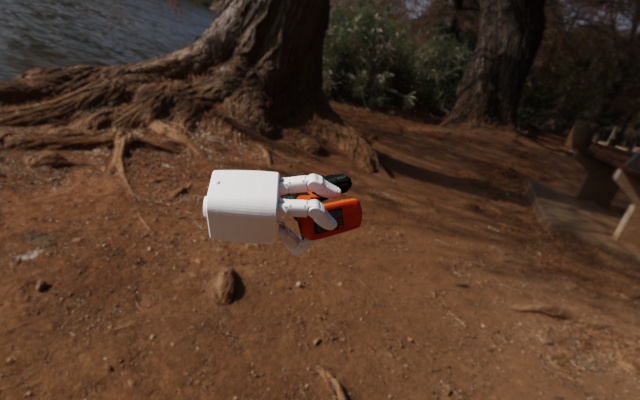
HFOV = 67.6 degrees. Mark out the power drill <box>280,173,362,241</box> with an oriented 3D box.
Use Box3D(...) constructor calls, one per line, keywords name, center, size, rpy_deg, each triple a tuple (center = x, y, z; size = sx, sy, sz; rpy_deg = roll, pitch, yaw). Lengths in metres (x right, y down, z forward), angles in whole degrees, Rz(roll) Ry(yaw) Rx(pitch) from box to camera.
Box3D(name="power drill", center=(0.000, 0.003, 0.846), size=(0.184, 0.057, 0.187), rpy_deg=(-15, 21, -18))
